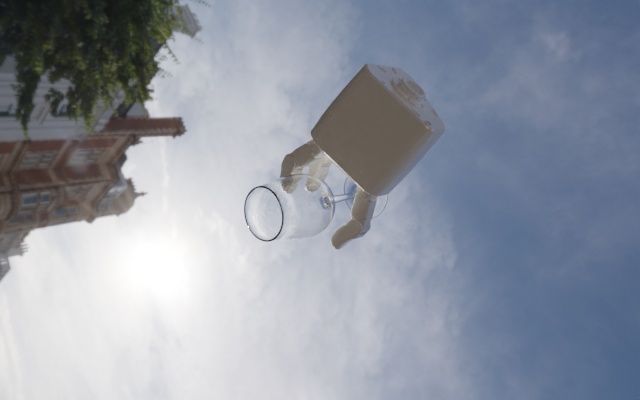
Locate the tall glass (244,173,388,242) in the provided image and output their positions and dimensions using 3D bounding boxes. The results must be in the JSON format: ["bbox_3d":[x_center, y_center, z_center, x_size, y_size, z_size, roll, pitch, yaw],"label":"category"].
[{"bbox_3d":[0.000,0.002,0.595,0.079,0.079,0.201,0,8,40],"label":"tall glass"}]
